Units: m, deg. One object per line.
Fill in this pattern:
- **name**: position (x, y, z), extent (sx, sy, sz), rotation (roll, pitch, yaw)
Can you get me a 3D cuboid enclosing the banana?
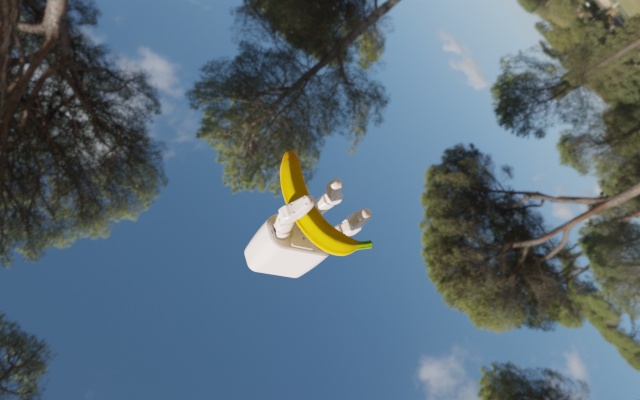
- **banana**: position (-0.011, 0.014, 0.715), extent (0.069, 0.197, 0.037), rotation (-33, -13, -30)
